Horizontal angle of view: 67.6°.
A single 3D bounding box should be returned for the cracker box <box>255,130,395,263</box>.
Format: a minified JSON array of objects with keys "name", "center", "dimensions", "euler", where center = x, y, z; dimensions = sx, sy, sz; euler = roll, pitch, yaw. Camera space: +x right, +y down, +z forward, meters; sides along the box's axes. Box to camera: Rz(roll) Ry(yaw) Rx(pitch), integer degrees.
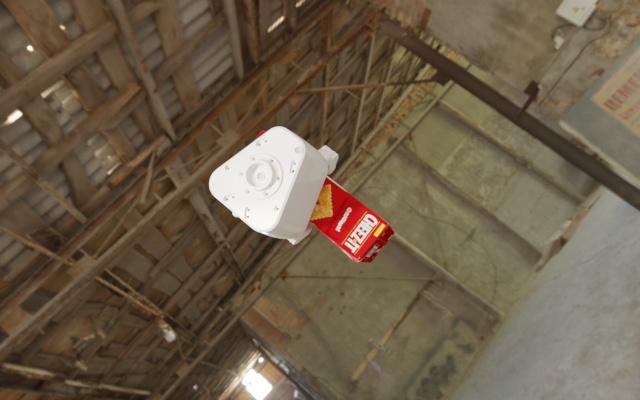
[{"name":"cracker box","center":[0.000,0.002,0.693],"dimensions":[0.213,0.072,0.164],"euler":[38,2,13]}]
